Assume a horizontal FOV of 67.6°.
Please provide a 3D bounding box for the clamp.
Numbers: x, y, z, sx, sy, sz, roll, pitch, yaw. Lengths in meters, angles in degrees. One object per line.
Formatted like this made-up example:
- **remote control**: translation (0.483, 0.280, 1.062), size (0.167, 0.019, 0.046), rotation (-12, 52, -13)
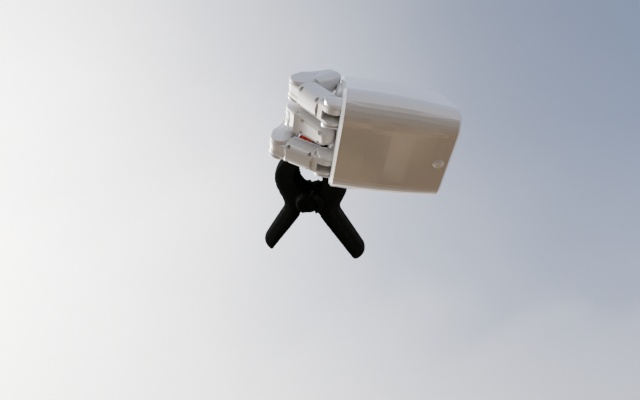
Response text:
- **clamp**: translation (0.000, 0.001, 0.531), size (0.120, 0.172, 0.039), rotation (8, 43, -1)
